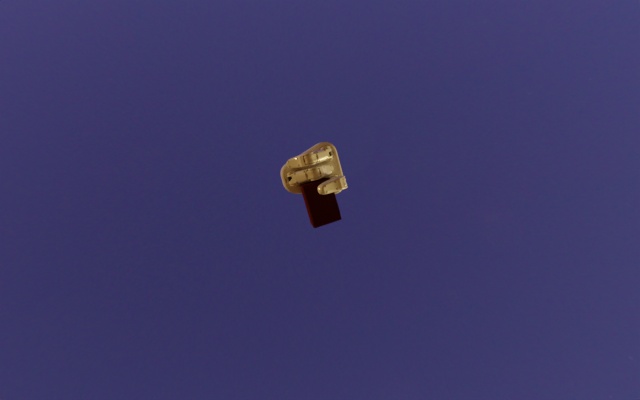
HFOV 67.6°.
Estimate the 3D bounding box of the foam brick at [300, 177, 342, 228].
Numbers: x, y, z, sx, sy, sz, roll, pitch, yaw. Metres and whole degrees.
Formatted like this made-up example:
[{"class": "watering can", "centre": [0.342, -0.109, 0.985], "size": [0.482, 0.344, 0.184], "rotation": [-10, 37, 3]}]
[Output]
[{"class": "foam brick", "centre": [0.000, 0.003, 0.855], "size": [0.053, 0.078, 0.051], "rotation": [-16, 7, -7]}]
